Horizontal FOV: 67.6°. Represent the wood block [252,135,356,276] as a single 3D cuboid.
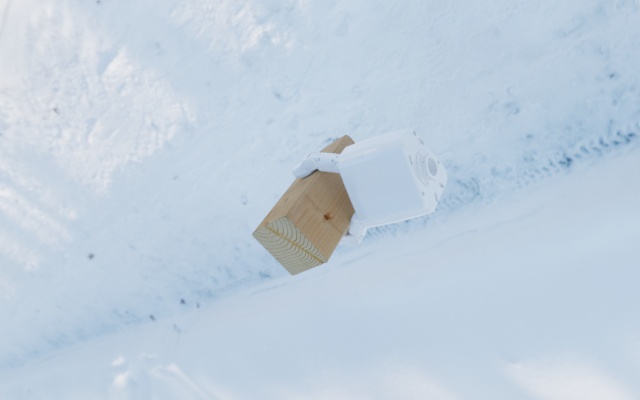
[{"bbox_3d":[0.000,0.002,0.732,0.090,0.091,0.206,-28,20,45],"label":"wood block"}]
